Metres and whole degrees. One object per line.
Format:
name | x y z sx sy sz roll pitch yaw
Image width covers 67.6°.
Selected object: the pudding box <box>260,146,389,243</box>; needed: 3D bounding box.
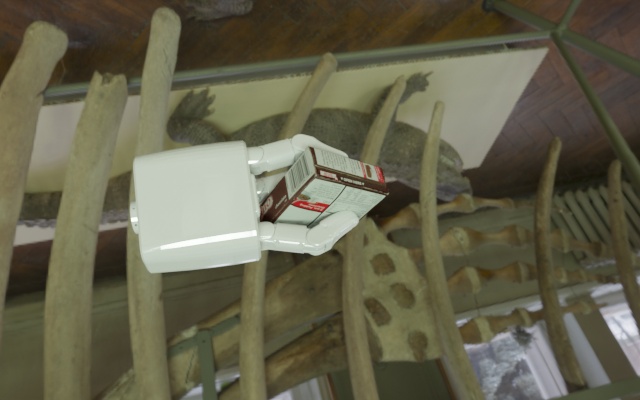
pudding box | 0.000 0.002 0.488 0.090 0.039 0.113 12 -38 -31
